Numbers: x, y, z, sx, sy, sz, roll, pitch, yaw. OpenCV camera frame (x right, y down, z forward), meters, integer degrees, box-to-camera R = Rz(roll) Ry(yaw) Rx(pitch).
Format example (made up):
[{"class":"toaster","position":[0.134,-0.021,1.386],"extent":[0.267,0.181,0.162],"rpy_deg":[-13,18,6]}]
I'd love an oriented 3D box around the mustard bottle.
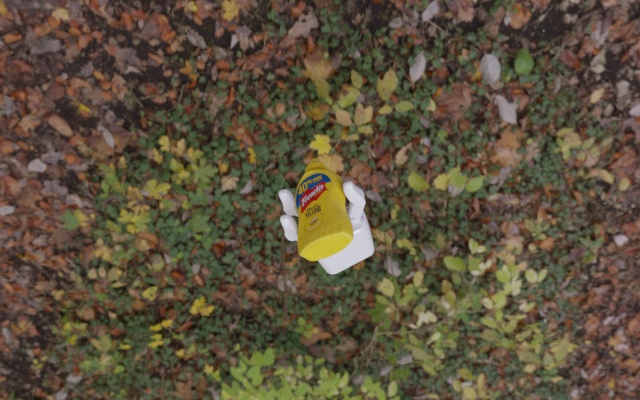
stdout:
[{"class":"mustard bottle","position":[0.000,0.003,0.824],"extent":[0.096,0.191,0.058],"rpy_deg":[-31,-44,28]}]
